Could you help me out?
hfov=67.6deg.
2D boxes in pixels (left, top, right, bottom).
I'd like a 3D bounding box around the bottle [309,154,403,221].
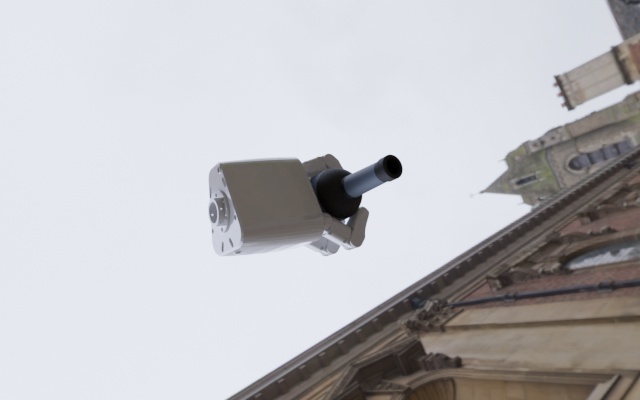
[{"bbox_3d":[0.000,0.002,0.625,0.069,0.069,0.296,0,-15,-33],"label":"bottle"}]
